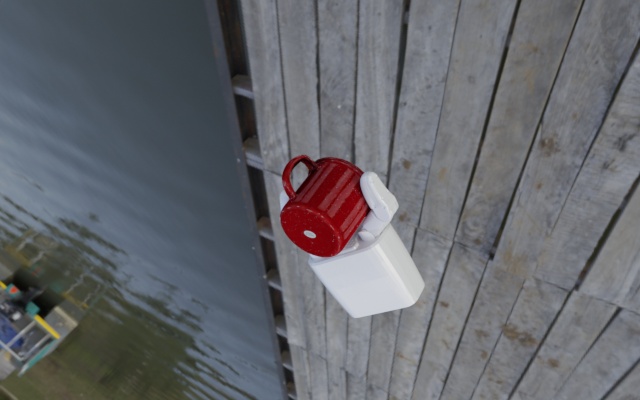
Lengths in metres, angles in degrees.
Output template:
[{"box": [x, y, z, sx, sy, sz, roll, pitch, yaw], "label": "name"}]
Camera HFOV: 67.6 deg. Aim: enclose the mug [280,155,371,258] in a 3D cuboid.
[{"box": [-0.001, 0.001, 0.544, 0.093, 0.117, 0.081, -16, 28, 46], "label": "mug"}]
